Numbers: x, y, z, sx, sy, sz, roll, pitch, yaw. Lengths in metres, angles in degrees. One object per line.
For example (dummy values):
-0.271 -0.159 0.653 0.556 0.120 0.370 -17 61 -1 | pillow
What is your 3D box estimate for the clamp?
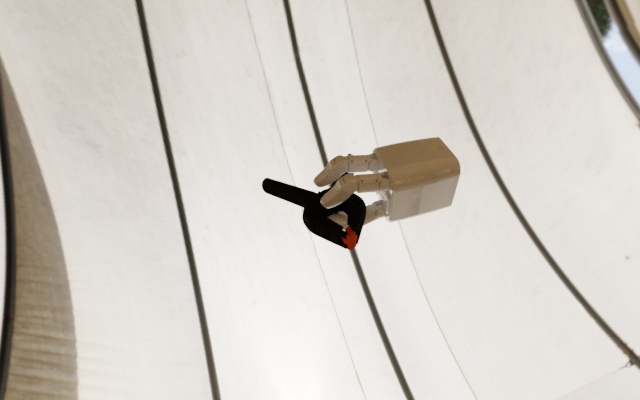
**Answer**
0.001 0.003 0.724 0.164 0.036 0.209 -14 37 -4 | clamp
